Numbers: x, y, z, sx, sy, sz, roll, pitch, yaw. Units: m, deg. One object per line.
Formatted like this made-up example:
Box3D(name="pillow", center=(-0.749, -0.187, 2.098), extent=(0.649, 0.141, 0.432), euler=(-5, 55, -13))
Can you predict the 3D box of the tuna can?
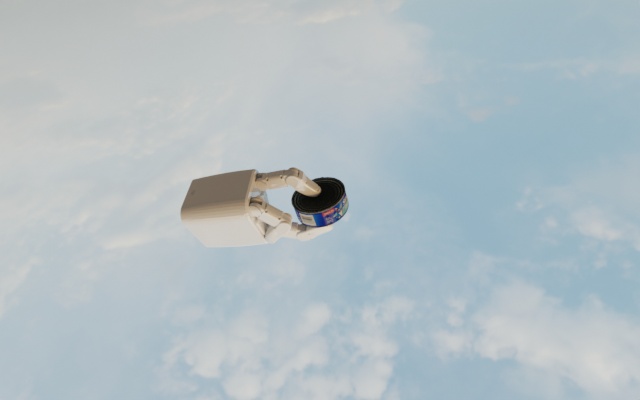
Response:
Box3D(name="tuna can", center=(0.000, 0.003, 0.742), extent=(0.086, 0.034, 0.086), euler=(-12, 38, 9))
